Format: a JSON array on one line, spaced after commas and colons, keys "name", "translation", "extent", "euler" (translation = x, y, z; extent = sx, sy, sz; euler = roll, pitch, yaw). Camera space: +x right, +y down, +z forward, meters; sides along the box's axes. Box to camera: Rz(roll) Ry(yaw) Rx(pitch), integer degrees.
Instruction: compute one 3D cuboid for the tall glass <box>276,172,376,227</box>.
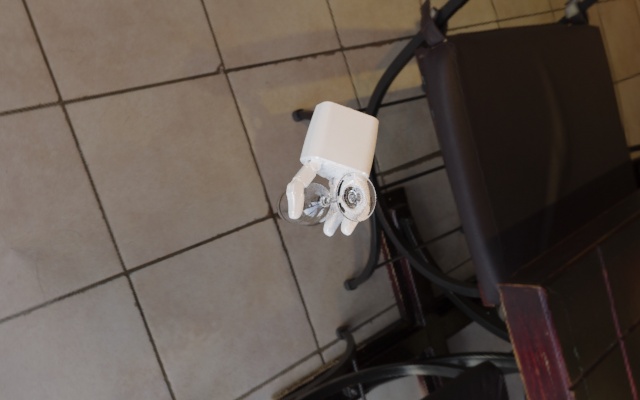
[{"name": "tall glass", "translation": [0.000, 0.003, 0.792], "extent": [0.079, 0.079, 0.201], "euler": [0, -5, -33]}]
